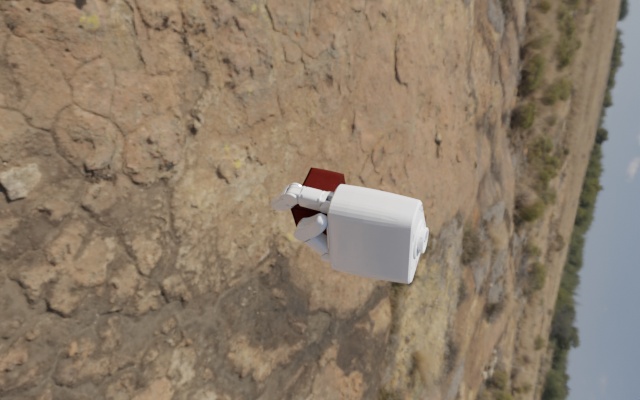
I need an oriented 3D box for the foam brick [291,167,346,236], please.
[{"bbox_3d":[0.000,0.002,0.660,0.051,0.078,0.053,10,-38,20],"label":"foam brick"}]
